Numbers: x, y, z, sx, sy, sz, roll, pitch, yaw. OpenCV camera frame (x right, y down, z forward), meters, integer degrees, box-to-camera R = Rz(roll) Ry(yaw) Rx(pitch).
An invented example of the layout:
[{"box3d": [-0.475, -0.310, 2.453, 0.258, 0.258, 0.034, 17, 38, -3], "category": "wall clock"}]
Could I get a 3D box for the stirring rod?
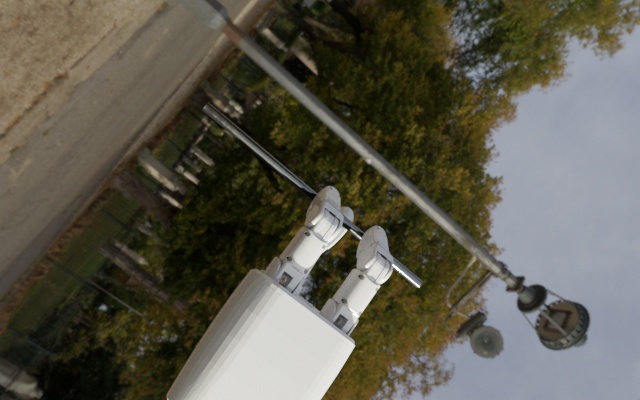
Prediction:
[{"box3d": [0.000, 0.001, 0.401, 0.239, 0.011, 0.011, 40, -12, -15], "category": "stirring rod"}]
